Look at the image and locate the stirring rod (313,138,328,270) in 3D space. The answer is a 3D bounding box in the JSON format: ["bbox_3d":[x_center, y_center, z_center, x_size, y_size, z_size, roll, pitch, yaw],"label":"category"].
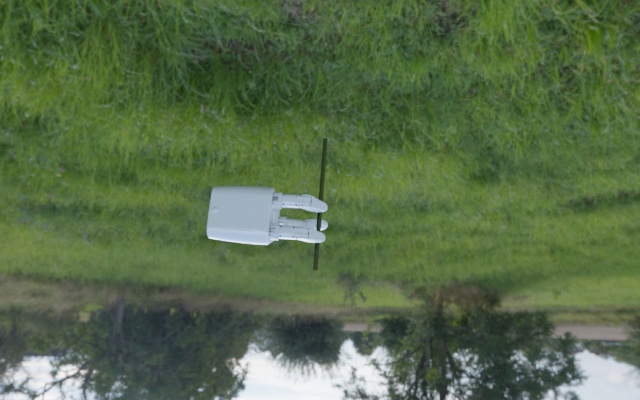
[{"bbox_3d":[0.000,0.003,0.850,0.011,0.239,0.011,4,-14,1],"label":"stirring rod"}]
